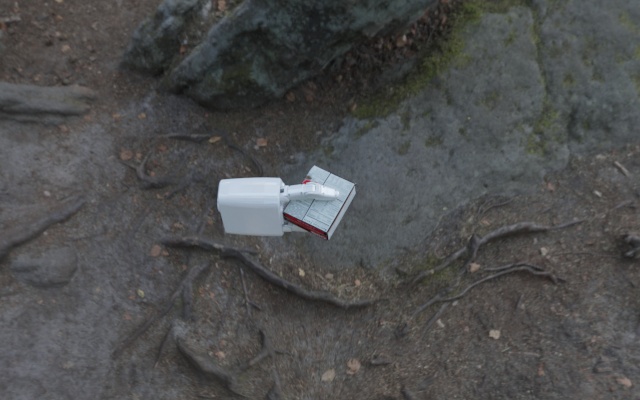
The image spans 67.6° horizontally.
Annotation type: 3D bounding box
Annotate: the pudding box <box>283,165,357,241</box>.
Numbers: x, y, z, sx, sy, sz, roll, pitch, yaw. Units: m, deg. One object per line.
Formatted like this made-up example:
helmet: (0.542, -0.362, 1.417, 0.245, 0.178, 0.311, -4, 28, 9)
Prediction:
pudding box: (0.000, 0.003, 0.841, 0.090, 0.113, 0.039, 26, -21, 14)
